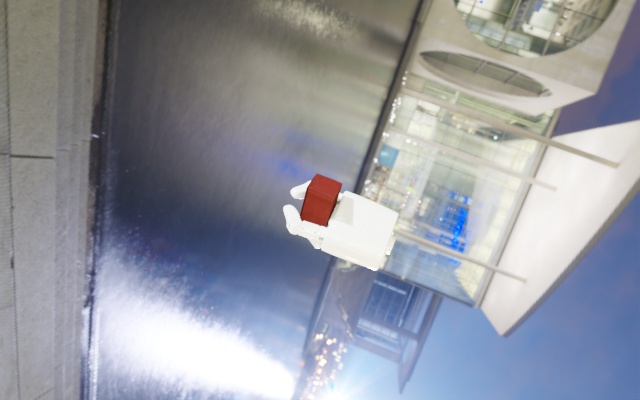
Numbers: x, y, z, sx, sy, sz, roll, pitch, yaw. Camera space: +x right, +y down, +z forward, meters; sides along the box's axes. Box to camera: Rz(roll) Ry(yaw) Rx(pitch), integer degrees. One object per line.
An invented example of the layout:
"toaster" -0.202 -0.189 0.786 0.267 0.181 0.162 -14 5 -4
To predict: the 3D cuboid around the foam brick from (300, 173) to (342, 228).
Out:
"foam brick" 0.000 0.003 0.833 0.051 0.078 0.053 22 40 7
